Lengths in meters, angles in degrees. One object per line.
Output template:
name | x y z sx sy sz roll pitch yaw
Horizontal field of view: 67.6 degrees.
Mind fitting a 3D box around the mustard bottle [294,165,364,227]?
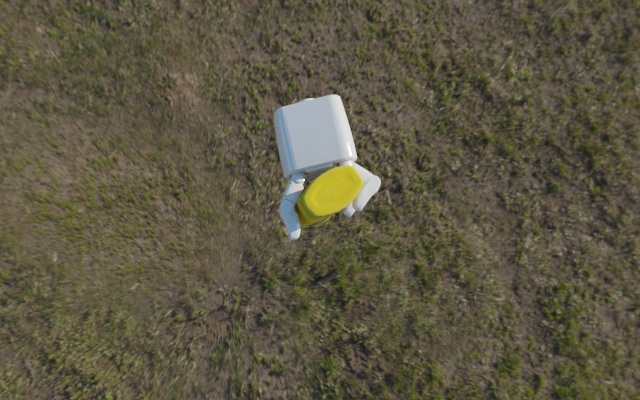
mustard bottle | 0.000 0.003 0.756 0.096 0.058 0.192 -36 -2 -15
